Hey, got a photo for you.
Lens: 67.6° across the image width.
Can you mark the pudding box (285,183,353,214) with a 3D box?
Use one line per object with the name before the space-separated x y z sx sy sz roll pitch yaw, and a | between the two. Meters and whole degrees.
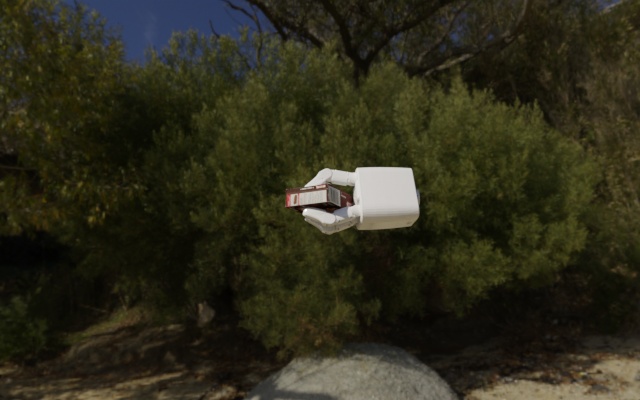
pudding box | 0.000 0.003 0.890 0.090 0.039 0.113 -8 -18 26
